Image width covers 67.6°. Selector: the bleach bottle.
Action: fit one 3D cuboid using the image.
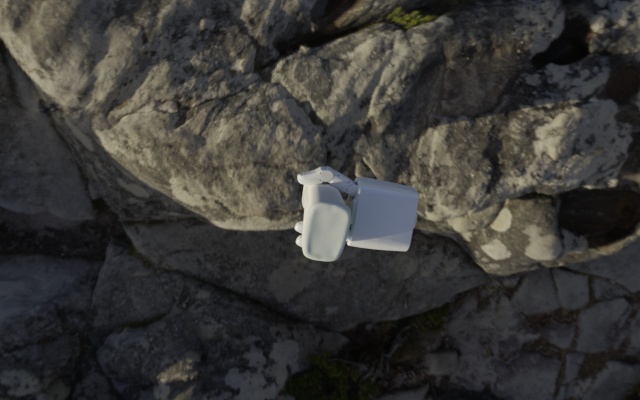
[{"bbox_3d":[0.000,0.003,0.826,0.068,0.103,0.250,9,22,-8],"label":"bleach bottle"}]
